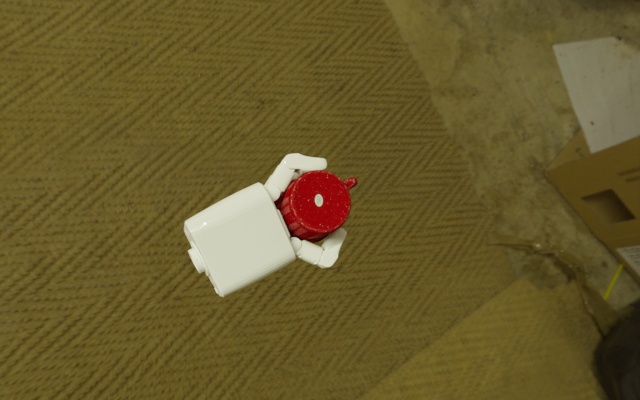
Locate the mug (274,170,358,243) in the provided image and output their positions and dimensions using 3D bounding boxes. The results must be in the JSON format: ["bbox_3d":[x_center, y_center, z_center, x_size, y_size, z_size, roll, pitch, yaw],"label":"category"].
[{"bbox_3d":[0.001,0.001,0.628,0.117,0.093,0.081,-28,-1,-19],"label":"mug"}]
